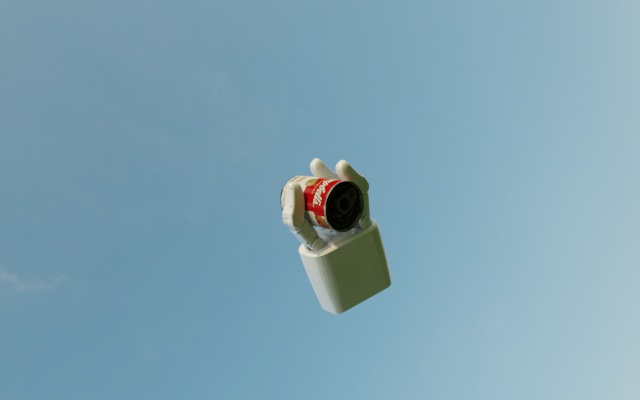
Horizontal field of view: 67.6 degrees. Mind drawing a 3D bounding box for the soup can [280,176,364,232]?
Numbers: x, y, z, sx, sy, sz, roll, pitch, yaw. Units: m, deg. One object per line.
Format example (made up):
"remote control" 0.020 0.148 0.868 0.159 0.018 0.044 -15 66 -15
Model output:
"soup can" 0.000 0.002 0.655 0.068 0.068 0.102 0 7 -40
